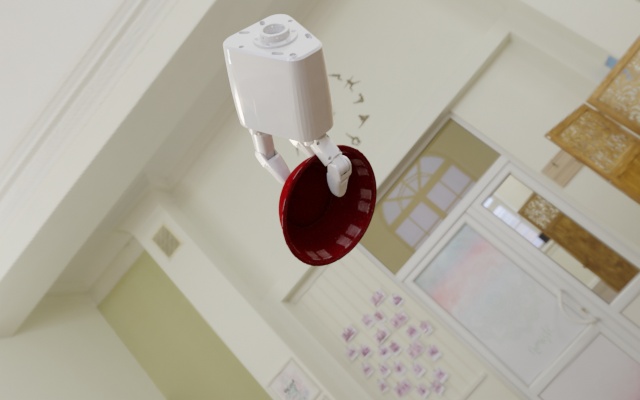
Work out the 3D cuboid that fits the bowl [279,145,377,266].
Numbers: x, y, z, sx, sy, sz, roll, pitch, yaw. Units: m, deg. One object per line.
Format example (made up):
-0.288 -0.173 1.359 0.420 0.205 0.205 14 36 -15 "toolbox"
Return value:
0.000 0.003 0.633 0.162 0.162 0.055 0 15 -42 "bowl"
